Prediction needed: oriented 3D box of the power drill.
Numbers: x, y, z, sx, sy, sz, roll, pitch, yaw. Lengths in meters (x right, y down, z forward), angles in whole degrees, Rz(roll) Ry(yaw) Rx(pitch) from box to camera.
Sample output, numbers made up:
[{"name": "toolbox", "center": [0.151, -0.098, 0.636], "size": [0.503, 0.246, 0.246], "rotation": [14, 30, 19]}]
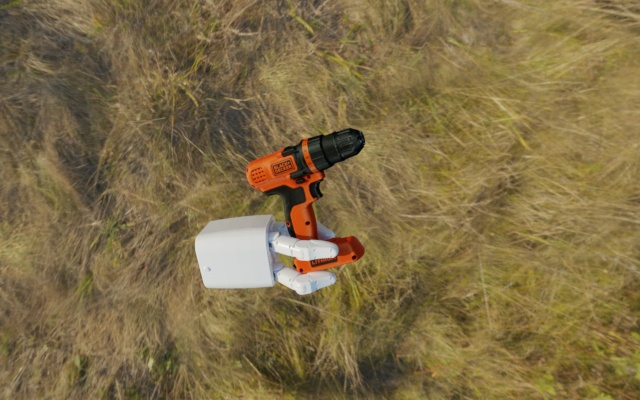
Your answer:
[{"name": "power drill", "center": [0.000, 0.003, 0.694], "size": [0.184, 0.187, 0.057], "rotation": [-17, 6, 22]}]
